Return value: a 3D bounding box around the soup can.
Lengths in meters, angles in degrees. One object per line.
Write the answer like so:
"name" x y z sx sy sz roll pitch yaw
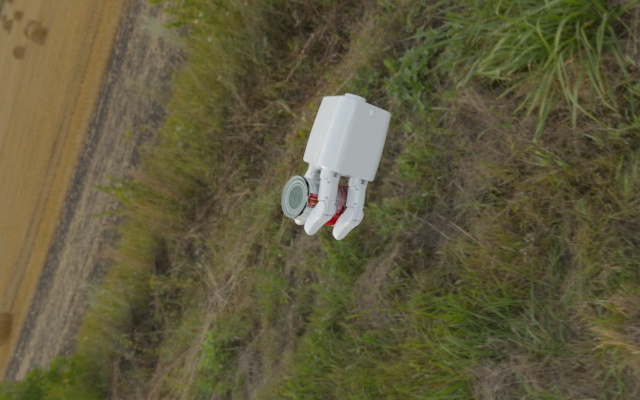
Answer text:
"soup can" 0.000 0.003 0.736 0.102 0.068 0.068 12 -8 -38
